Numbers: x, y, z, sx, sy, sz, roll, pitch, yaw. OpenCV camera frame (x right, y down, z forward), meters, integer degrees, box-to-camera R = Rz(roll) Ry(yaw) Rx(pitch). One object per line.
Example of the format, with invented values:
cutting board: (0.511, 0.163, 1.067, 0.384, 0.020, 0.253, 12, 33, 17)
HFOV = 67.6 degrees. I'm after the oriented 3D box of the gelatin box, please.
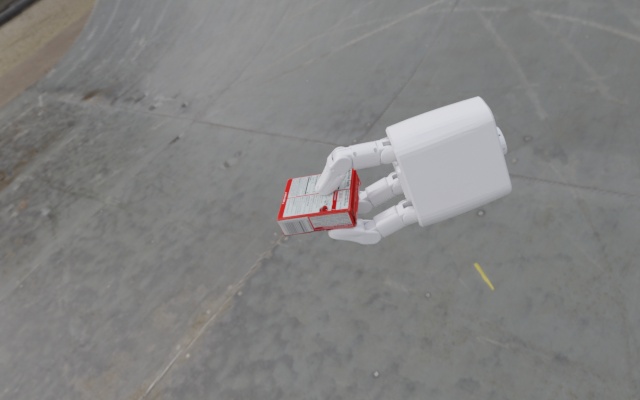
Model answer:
gelatin box: (0.000, 0.002, 0.555, 0.089, 0.030, 0.073, -8, 41, 16)
